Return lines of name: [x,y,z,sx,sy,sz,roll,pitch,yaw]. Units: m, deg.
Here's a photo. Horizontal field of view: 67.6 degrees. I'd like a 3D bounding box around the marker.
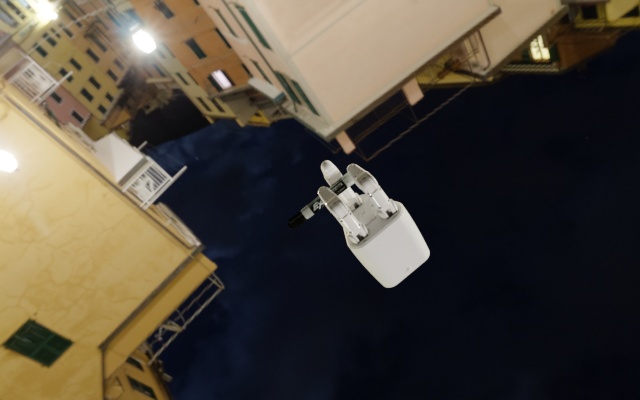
marker: [0.000,0.002,0.714,0.121,0.020,0.020,-38,1,-1]
